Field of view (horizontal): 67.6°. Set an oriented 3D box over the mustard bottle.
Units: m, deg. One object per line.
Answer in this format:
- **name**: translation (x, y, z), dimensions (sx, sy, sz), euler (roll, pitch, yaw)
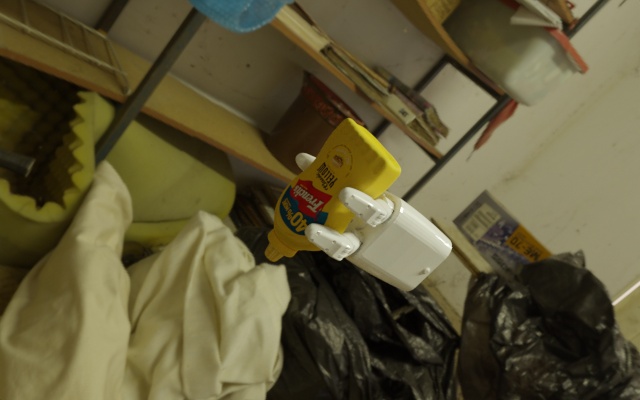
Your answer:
- **mustard bottle**: translation (0.000, 0.002, 0.564), dimensions (0.058, 0.192, 0.096), euler (23, 25, -50)
